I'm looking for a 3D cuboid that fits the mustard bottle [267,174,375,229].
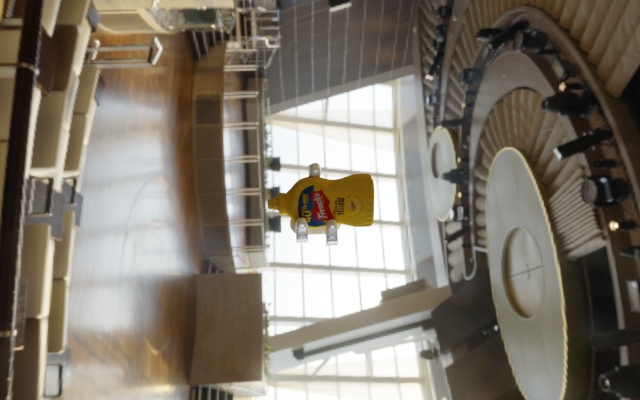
[{"bbox_3d":[0.000,0.003,0.866,0.191,0.096,0.058,-2,22,-2],"label":"mustard bottle"}]
